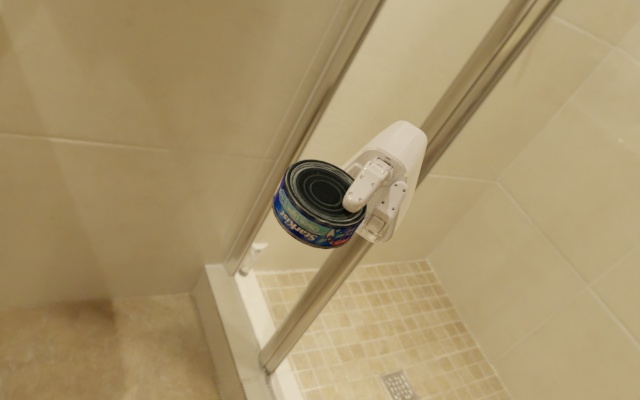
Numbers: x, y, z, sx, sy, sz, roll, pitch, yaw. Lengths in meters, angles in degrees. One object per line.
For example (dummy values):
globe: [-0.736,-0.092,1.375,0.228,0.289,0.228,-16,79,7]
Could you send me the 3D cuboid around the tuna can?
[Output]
tuna can: [0.000,0.001,0.446,0.086,0.086,0.034,0,-41,-32]
